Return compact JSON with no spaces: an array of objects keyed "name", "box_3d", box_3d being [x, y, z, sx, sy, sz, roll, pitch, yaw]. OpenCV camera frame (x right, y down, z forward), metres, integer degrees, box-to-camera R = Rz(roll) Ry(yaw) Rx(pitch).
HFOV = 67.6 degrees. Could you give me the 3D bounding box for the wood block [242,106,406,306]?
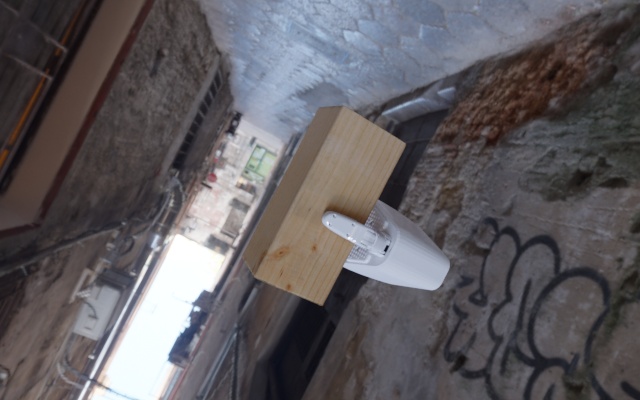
[{"name":"wood block","box_3d":[0.000,0.002,0.559,0.090,0.206,0.091,27,0,-21]}]
